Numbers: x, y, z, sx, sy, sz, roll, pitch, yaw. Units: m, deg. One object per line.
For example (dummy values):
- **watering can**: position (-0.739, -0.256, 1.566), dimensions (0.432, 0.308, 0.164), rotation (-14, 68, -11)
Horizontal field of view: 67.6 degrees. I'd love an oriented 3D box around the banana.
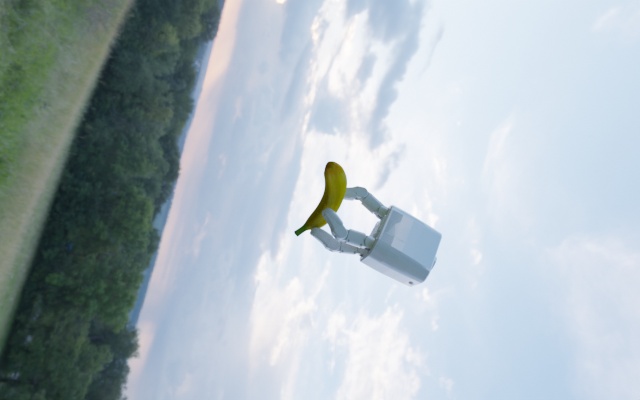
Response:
- **banana**: position (0.012, -0.003, 0.814), dimensions (0.069, 0.037, 0.198), rotation (-30, -24, -38)
